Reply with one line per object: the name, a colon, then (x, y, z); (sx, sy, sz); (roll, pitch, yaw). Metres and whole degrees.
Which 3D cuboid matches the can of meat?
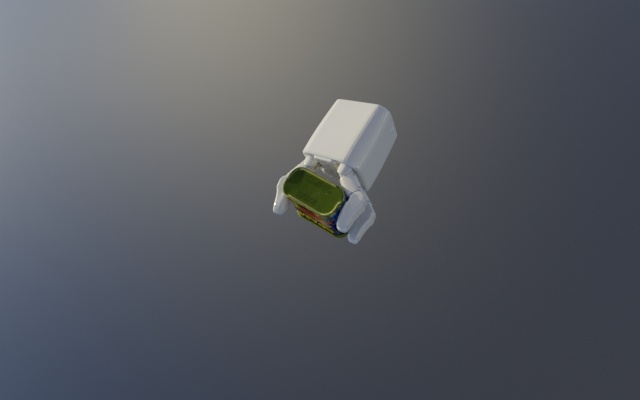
can of meat: (0.000, 0.002, 0.710); (0.102, 0.057, 0.084); (29, -12, 26)
